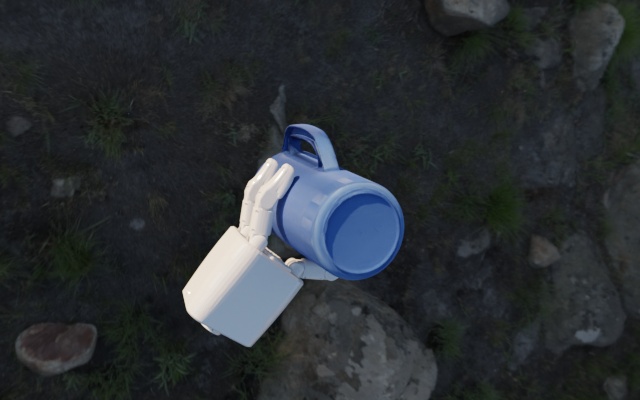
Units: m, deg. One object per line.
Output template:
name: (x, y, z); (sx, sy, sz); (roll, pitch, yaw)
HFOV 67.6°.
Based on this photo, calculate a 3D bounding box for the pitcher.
pitcher: (0.000, 0.002, 0.602); (0.149, 0.145, 0.242); (41, -6, -23)
